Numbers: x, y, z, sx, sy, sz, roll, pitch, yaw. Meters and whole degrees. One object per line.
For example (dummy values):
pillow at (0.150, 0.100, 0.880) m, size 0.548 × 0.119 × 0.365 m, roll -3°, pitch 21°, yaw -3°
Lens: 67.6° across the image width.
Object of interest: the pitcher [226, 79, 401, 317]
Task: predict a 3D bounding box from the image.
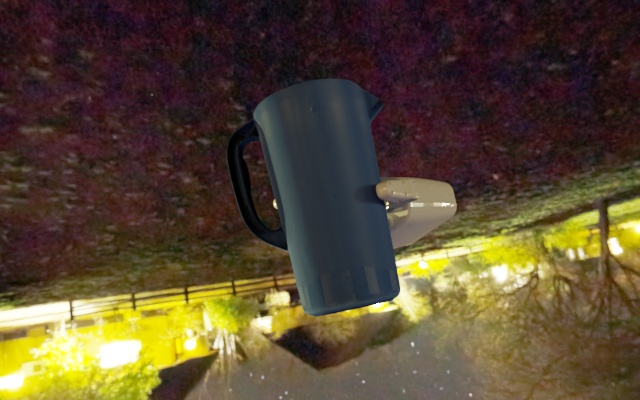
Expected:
pitcher at (0.000, 0.002, 0.536) m, size 0.145 × 0.242 × 0.149 m, roll -1°, pitch -16°, yaw -42°
